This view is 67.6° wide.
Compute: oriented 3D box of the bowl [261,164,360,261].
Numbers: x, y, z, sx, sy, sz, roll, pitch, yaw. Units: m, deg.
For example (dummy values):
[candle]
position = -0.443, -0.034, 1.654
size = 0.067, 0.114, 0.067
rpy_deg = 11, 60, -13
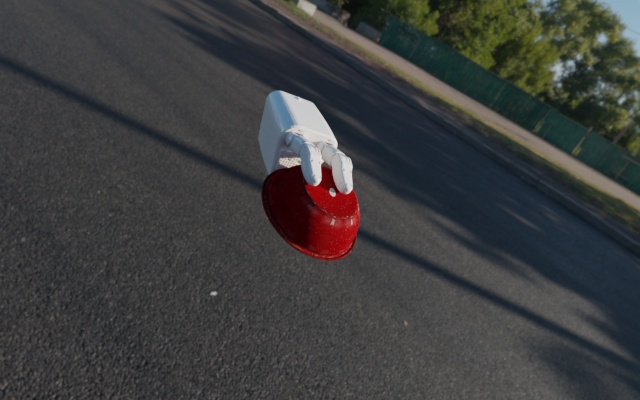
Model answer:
[bowl]
position = 0.001, 0.003, 0.672
size = 0.162, 0.162, 0.055
rpy_deg = 0, -35, -43
